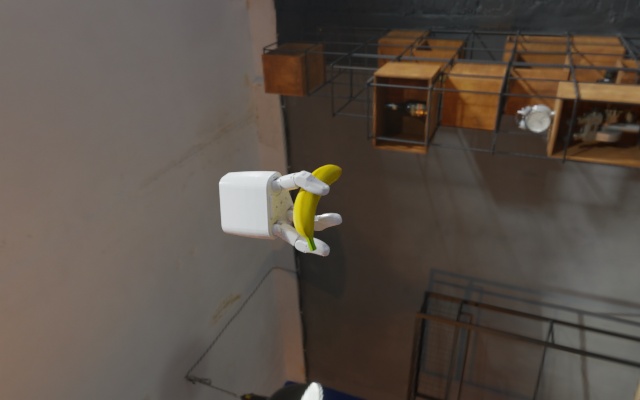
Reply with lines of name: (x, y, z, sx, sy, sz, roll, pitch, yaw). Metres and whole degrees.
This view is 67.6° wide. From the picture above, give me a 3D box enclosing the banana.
banana: (-0.008, -0.007, 0.837, 0.037, 0.197, 0.070, -5, -45, 29)
